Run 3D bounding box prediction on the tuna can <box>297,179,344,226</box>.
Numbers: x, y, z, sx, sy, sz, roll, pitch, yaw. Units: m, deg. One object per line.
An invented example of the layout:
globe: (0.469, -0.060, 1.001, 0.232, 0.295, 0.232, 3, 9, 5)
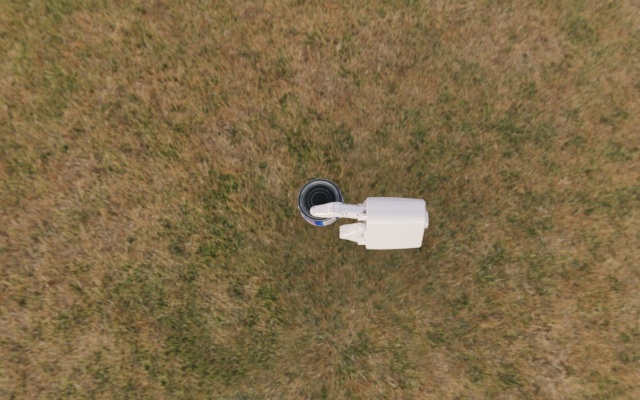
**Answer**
tuna can: (0.000, 0.003, 0.897, 0.086, 0.086, 0.034, 0, -17, 8)
